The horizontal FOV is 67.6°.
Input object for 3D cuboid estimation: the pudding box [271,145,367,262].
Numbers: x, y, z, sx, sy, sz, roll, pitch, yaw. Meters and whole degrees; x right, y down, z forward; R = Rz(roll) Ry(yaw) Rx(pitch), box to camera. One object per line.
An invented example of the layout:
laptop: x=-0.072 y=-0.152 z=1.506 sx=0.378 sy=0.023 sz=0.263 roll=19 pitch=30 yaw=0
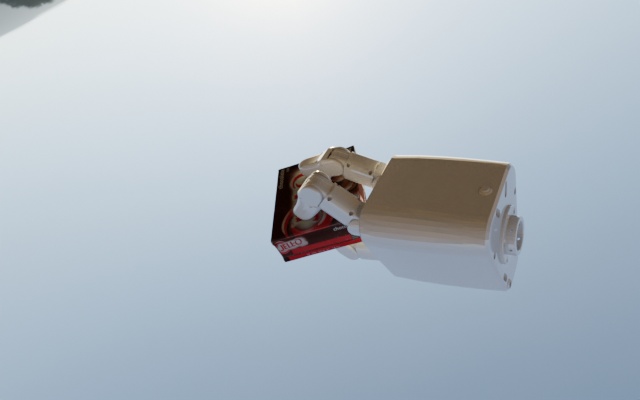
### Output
pudding box: x=0.000 y=0.002 z=0.485 sx=0.090 sy=0.039 sz=0.113 roll=-16 pitch=38 yaw=14
